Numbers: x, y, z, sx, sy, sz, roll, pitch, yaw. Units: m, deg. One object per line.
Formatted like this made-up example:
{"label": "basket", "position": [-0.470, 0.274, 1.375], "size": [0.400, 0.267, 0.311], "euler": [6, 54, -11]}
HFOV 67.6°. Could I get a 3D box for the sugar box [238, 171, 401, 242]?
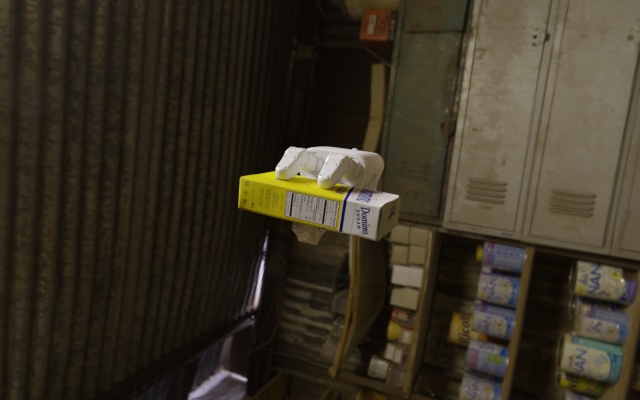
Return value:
{"label": "sugar box", "position": [0.000, 0.001, 0.572], "size": [0.176, 0.048, 0.093], "euler": [9, 12, 21]}
